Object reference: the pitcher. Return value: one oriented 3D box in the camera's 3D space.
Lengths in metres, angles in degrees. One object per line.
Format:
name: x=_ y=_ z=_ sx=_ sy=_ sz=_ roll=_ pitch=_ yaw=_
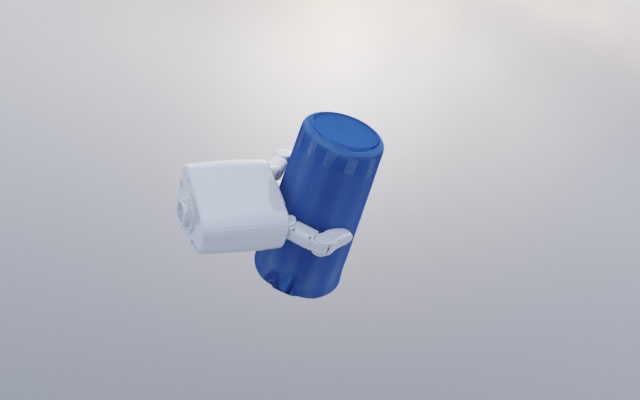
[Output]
pitcher: x=0.000 y=0.002 z=0.662 sx=0.145 sy=0.243 sz=0.149 roll=-3 pitch=40 yaw=-30
